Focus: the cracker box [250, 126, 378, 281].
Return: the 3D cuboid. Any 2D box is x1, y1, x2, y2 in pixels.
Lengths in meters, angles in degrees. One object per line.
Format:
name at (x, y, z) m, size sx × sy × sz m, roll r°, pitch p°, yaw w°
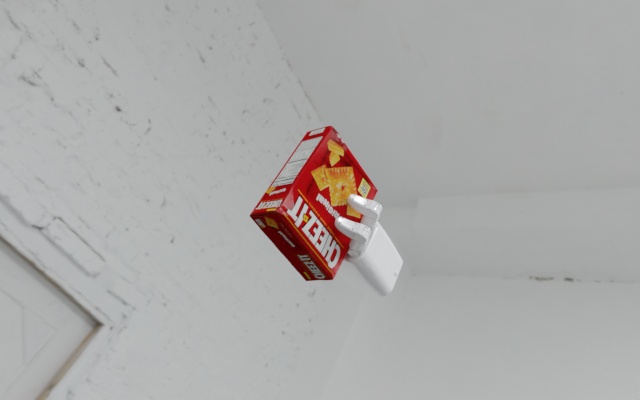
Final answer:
cracker box at (0.000, 0.003, 0.811) m, size 0.072 × 0.164 × 0.213 m, roll -10°, pitch 38°, yaw 41°
